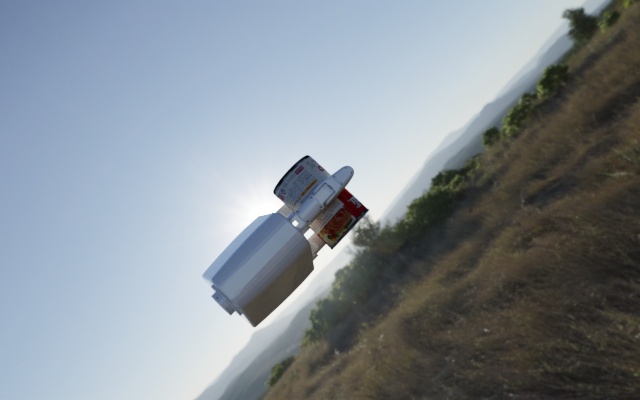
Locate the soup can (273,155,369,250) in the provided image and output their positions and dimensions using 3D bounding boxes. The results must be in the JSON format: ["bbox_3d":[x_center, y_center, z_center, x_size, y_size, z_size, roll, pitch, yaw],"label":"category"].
[{"bbox_3d":[0.000,0.001,0.587,0.102,0.068,0.068,43,5,5],"label":"soup can"}]
